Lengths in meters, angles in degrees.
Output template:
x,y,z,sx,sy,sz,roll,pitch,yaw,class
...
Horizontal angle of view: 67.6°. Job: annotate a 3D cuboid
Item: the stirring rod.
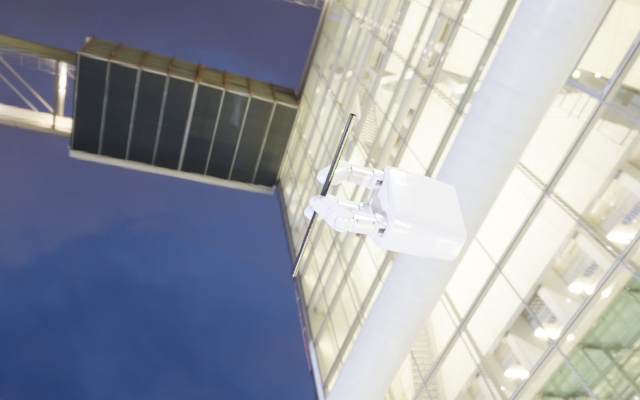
x,y,z,sx,sy,sz,roll,pitch,yaw,class
0.000,0.002,0.600,0.011,0.240,0.011,16,28,-9,stirring rod
